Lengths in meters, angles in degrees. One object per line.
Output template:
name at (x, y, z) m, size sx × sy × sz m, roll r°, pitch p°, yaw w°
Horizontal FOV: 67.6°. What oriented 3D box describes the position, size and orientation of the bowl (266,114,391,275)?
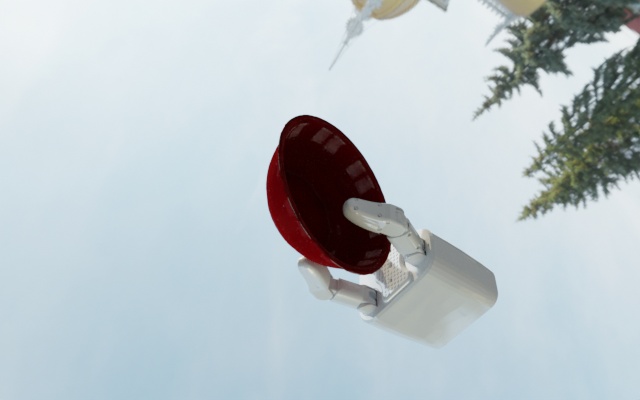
bowl at (-0.001, 0.001, 0.458) m, size 0.055 × 0.162 × 0.162 m, roll -27°, pitch -16°, yaw 32°
